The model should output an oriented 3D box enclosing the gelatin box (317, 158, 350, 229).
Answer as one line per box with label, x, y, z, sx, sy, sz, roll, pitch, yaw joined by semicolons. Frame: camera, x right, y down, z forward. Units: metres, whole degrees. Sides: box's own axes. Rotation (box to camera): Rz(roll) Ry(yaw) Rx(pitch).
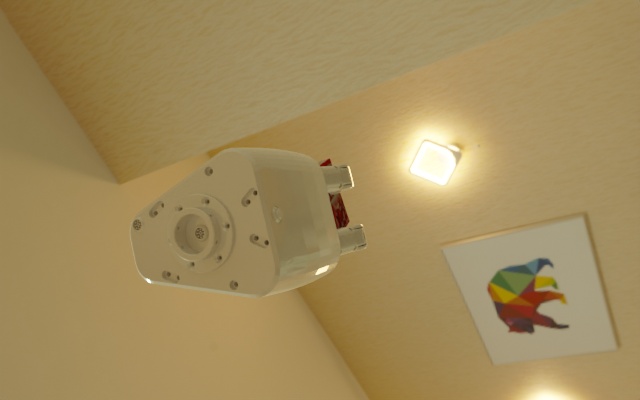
gelatin box;0.000;0.002;0.477;0.030;0.073;0.089;-16;9;16
